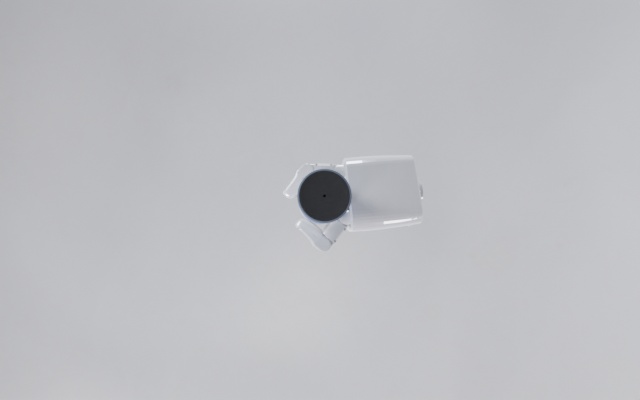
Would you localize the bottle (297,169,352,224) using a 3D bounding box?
[{"bbox_3d":[0.000,0.002,0.724,0.069,0.069,0.296,0,-3,-2],"label":"bottle"}]
